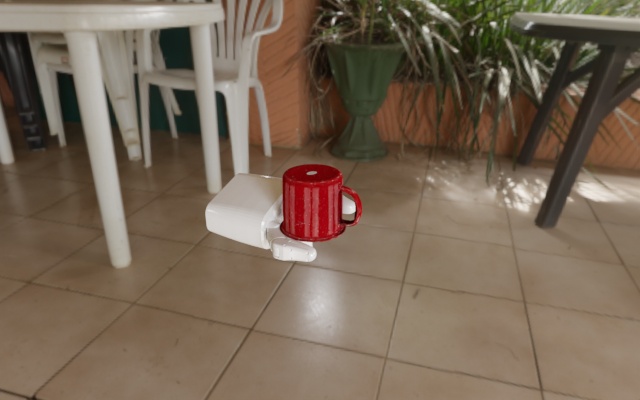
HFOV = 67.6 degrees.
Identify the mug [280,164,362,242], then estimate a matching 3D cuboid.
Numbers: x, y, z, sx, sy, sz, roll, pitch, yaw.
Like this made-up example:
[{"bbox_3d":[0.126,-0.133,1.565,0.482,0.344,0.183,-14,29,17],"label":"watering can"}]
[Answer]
[{"bbox_3d":[0.001,0.002,0.646,0.117,0.081,0.093,11,25,24],"label":"mug"}]
